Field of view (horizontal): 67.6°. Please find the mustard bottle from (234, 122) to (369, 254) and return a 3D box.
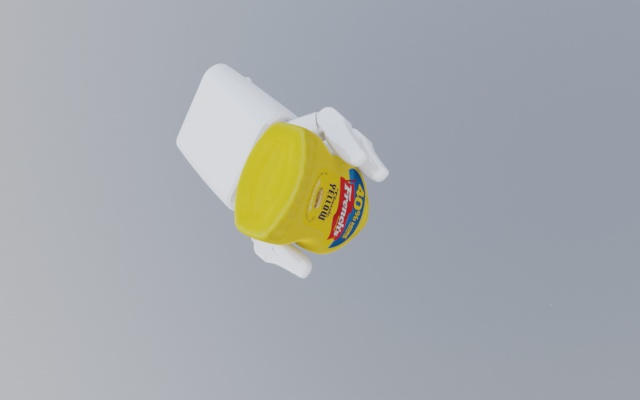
[{"bbox_3d":[0.000,0.002,0.451,0.058,0.096,0.192,17,-4,28],"label":"mustard bottle"}]
